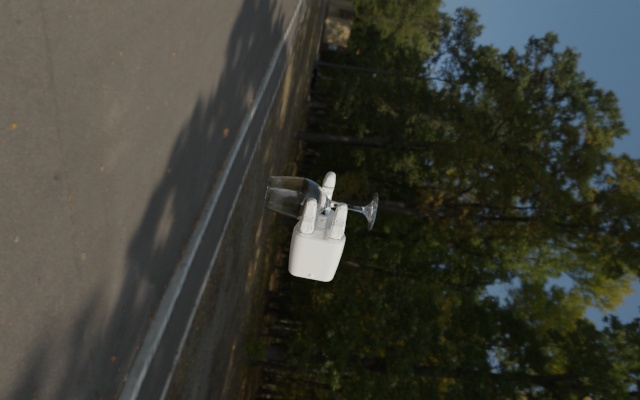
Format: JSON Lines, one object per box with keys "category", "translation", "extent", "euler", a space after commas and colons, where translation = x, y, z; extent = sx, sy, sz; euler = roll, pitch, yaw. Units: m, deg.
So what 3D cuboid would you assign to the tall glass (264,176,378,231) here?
{"category": "tall glass", "translation": [0.001, 0.003, 0.883], "extent": [0.201, 0.079, 0.079], "euler": [11, 0, -2]}
